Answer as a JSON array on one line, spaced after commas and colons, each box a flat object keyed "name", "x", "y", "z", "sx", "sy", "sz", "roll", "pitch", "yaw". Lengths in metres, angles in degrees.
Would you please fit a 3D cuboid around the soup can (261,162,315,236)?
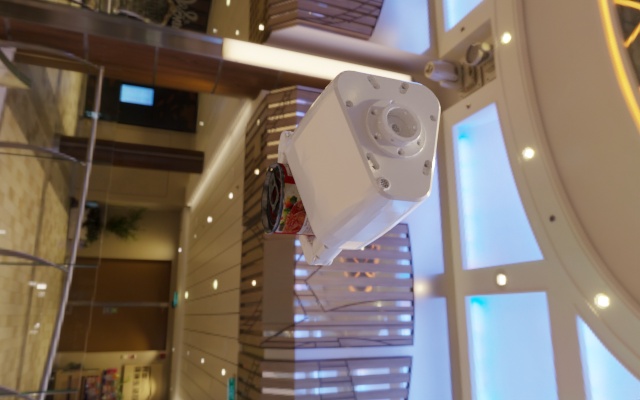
[{"name": "soup can", "x": 0.000, "y": 0.002, "z": 0.465, "sx": 0.102, "sy": 0.068, "sz": 0.068, "roll": 5, "pitch": -2, "yaw": -21}]
